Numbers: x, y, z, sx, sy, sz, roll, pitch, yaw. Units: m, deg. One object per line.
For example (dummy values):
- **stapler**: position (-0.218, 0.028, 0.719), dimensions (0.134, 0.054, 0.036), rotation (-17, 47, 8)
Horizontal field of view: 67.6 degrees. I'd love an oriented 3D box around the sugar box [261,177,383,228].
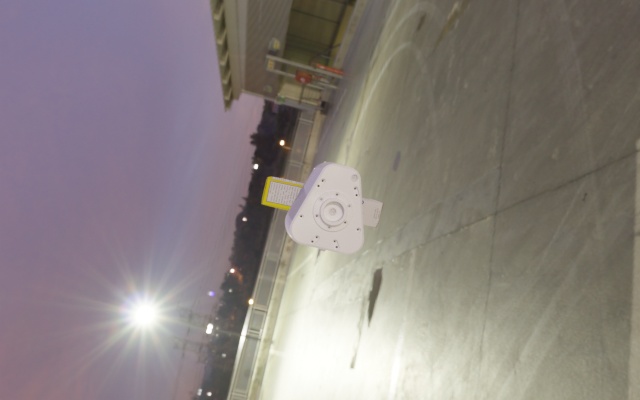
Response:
- **sugar box**: position (0.000, 0.003, 0.737), dimensions (0.176, 0.048, 0.093), rotation (14, 2, -5)
